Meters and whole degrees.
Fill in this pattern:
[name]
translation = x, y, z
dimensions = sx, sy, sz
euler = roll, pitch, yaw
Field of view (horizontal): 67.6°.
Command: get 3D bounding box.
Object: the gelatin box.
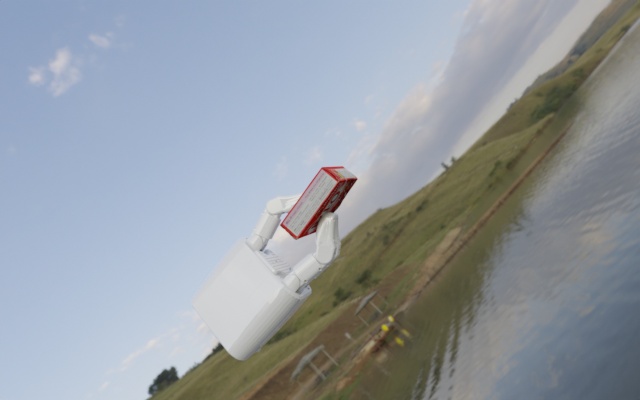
[gelatin box]
translation = 0.000, 0.001, 0.568
dimensions = 0.030, 0.089, 0.073
euler = 40, 16, 14
